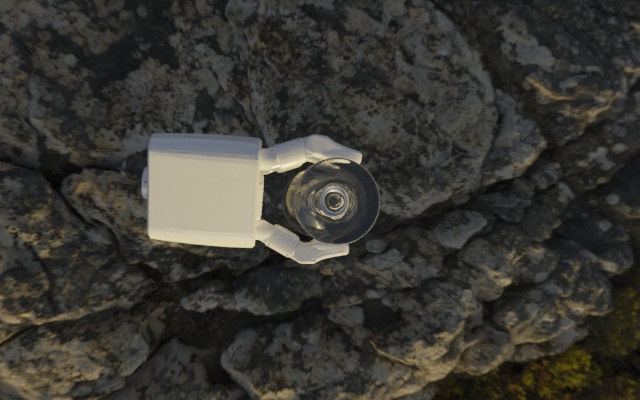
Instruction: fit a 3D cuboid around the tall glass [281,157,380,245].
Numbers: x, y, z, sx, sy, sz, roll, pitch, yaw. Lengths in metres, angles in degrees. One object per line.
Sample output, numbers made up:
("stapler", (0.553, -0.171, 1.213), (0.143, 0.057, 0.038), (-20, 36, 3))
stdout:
("tall glass", (0.000, 0.002, 0.500), (0.079, 0.079, 0.201), (0, -1, -8))
